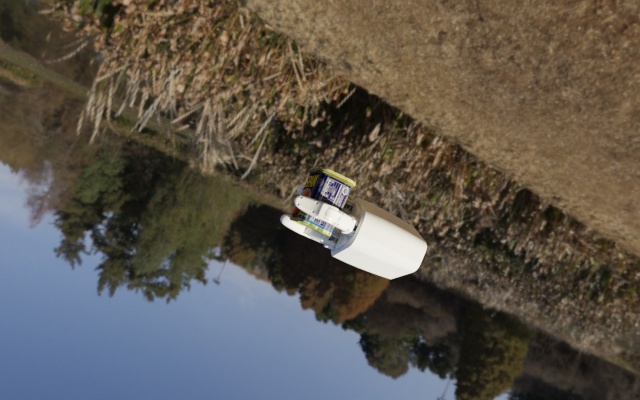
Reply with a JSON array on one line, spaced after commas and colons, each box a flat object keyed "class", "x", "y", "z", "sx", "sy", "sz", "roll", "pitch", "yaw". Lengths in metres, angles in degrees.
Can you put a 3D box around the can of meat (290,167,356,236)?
[{"class": "can of meat", "x": 0.000, "y": 0.003, "z": 0.702, "sx": 0.057, "sy": 0.084, "sz": 0.102, "roll": 25, "pitch": -5, "yaw": -13}]
